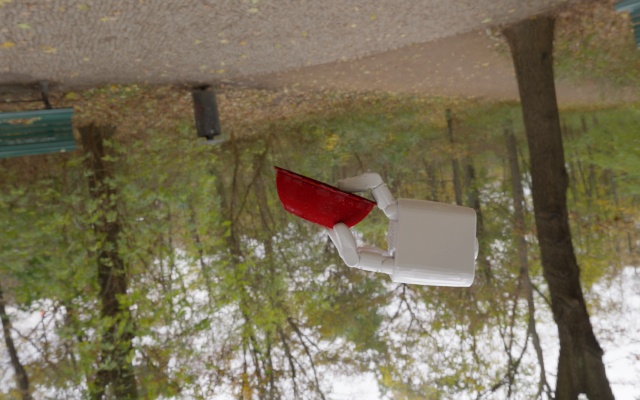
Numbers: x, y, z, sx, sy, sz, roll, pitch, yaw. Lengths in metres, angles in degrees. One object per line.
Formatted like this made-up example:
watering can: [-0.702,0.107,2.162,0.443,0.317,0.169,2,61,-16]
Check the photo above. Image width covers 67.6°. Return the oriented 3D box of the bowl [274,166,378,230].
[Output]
bowl: [-0.001,0.002,0.685,0.162,0.055,0.162,20,3,-1]
